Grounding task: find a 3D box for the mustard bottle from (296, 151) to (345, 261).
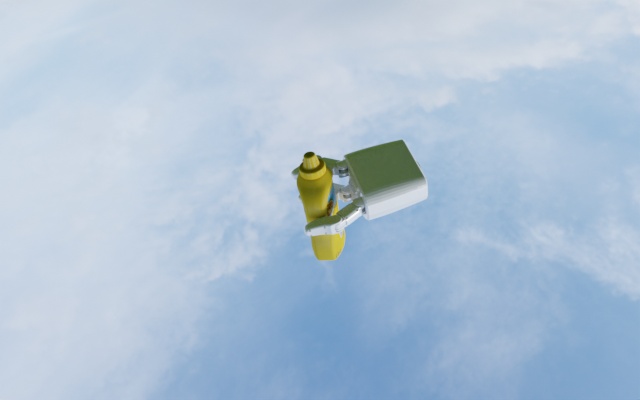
[{"bbox_3d":[0.000,0.003,0.775,0.058,0.192,0.096,-2,41,12],"label":"mustard bottle"}]
